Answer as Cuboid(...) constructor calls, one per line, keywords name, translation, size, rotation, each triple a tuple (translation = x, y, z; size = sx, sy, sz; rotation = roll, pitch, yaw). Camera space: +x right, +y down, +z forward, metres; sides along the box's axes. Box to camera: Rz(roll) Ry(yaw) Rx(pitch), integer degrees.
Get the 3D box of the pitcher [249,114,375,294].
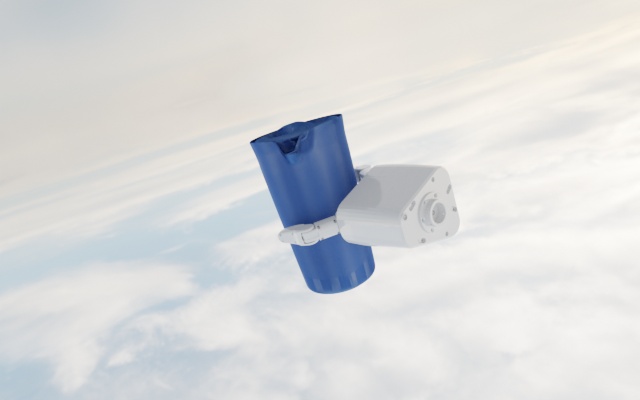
Cuboid(name="pitcher", translation=(0.000, 0.002, 0.695), size=(0.149, 0.243, 0.145), rotation=(-27, 18, -34))
